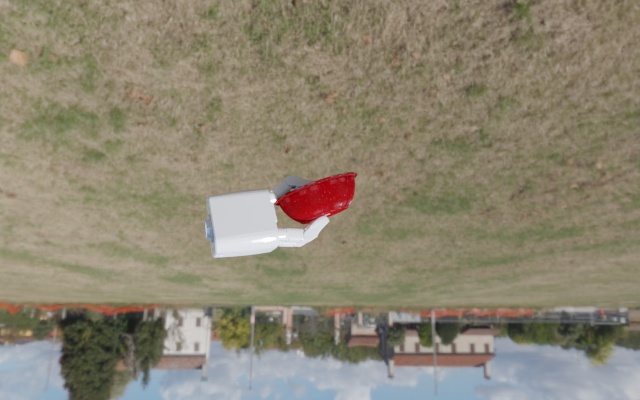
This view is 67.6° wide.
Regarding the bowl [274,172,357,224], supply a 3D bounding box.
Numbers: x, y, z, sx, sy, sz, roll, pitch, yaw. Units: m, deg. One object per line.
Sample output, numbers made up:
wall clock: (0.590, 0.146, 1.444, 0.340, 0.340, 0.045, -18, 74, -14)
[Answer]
bowl: (0.002, 0.003, 0.873, 0.162, 0.055, 0.162, -20, -7, -3)
